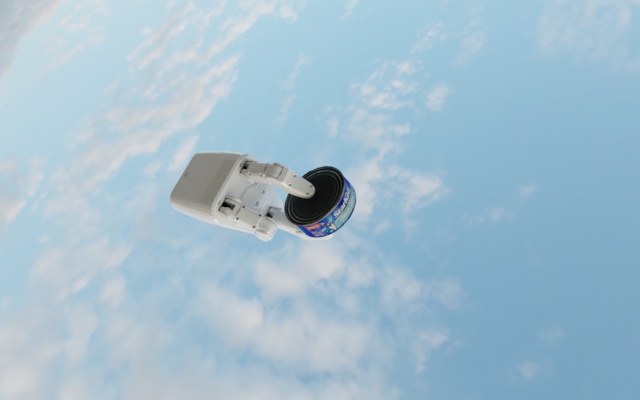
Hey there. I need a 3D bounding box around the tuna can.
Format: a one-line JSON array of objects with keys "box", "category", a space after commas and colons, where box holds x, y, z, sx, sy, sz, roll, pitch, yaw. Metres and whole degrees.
[{"box": [0.000, 0.002, 0.579, 0.086, 0.086, 0.034, 0, -33, 40], "category": "tuna can"}]
